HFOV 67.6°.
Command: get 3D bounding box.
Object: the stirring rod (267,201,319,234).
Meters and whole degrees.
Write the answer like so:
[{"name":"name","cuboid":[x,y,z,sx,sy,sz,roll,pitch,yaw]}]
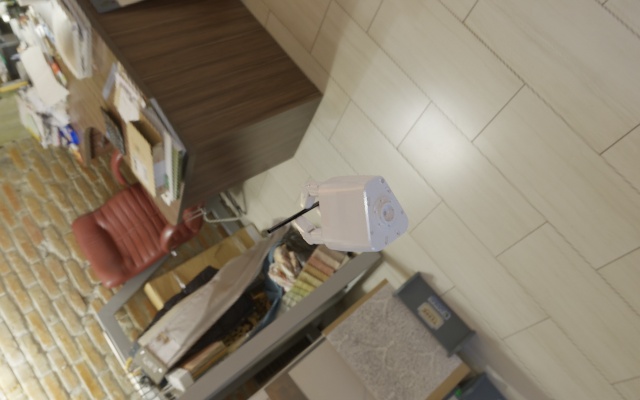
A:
[{"name":"stirring rod","cuboid":[0.000,0.003,0.860,0.239,0.011,0.011,-30,18,-34]}]
